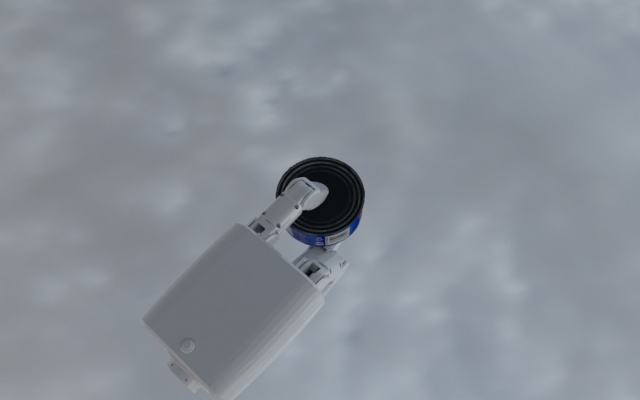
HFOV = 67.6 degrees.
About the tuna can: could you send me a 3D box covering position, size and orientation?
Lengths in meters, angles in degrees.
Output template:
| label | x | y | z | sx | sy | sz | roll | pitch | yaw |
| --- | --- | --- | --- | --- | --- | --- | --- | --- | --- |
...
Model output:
| label | x | y | z | sx | sy | sz | roll | pitch | yaw |
| --- | --- | --- | --- | --- | --- | --- | --- | --- | --- |
| tuna can | 0.000 | 0.002 | 0.471 | 0.086 | 0.086 | 0.034 | 0 | -27 | 1 |
